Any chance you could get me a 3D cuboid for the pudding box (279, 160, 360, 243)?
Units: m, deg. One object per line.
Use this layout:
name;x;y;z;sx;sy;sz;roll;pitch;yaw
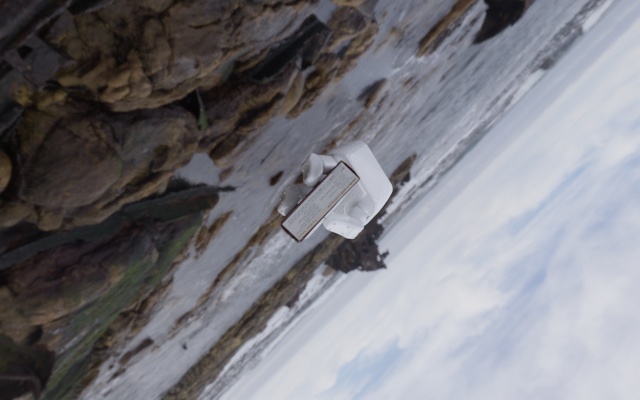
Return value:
pudding box;0.000;0.002;0.617;0.039;0.113;0.090;42;-1;3
